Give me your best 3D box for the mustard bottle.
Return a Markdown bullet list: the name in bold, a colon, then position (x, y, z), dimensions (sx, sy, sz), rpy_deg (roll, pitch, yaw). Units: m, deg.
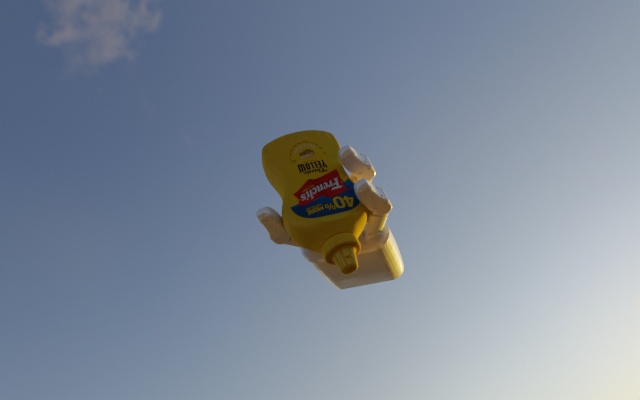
- **mustard bottle**: position (0.000, 0.001, 0.544), dimensions (0.096, 0.191, 0.058), rpy_deg (-12, -39, -14)
